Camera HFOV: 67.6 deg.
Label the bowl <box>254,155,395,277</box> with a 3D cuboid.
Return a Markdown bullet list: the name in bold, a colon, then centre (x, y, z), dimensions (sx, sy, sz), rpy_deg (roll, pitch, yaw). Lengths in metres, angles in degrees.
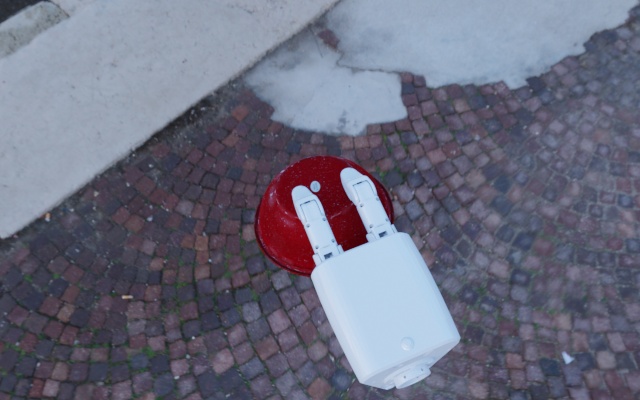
- **bowl**: centre (-0.001, 0.001, 0.529), dimensions (0.162, 0.162, 0.055), rpy_deg (0, -38, 9)
